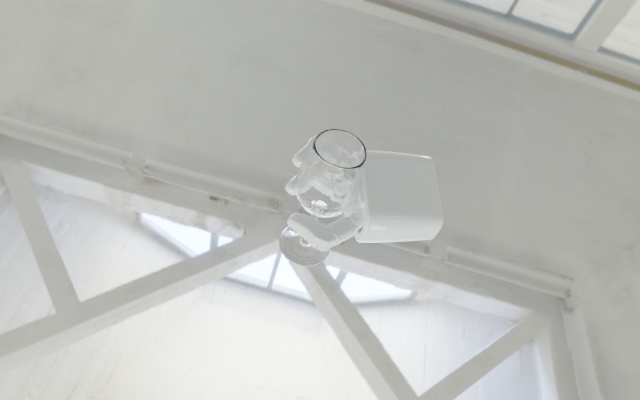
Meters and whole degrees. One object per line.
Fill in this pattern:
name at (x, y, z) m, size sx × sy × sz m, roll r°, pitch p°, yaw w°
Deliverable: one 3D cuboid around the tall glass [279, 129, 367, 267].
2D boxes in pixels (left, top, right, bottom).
tall glass at (0.000, 0.002, 0.608) m, size 0.079 × 0.079 × 0.201 m, roll 0°, pitch -37°, yaw -16°
